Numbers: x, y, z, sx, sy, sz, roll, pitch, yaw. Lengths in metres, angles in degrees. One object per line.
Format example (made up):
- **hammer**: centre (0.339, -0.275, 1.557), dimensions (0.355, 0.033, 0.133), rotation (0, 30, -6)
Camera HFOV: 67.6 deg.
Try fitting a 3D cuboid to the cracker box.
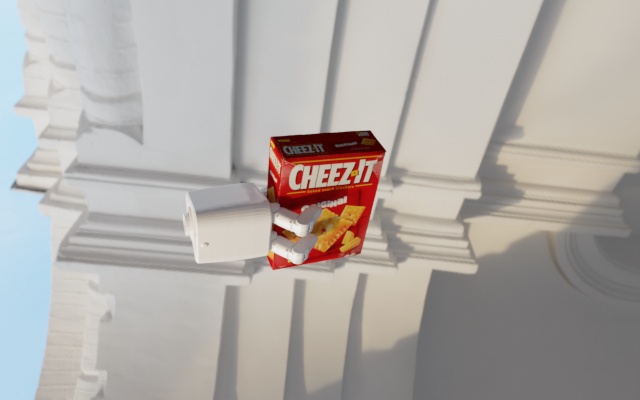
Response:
- **cracker box**: centre (0.000, 0.002, 0.752), dimensions (0.164, 0.214, 0.072), rotation (-7, 40, -21)
